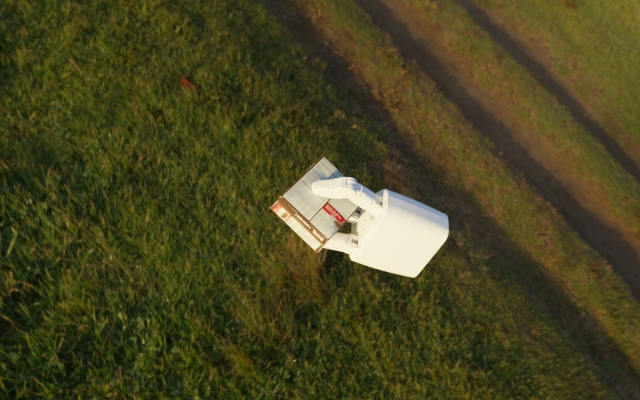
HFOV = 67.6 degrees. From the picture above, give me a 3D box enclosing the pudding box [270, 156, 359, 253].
[{"bbox_3d":[0.000,0.002,0.664,0.113,0.090,0.039,-46,-1,-42],"label":"pudding box"}]
